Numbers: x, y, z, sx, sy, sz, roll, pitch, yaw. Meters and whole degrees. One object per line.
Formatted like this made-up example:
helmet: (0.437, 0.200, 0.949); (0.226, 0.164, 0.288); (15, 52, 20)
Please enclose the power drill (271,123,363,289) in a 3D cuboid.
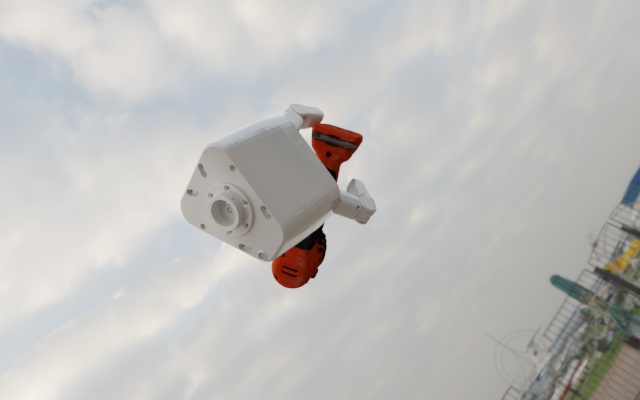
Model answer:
power drill: (0.000, 0.002, 0.587); (0.057, 0.188, 0.184); (16, 9, 4)
